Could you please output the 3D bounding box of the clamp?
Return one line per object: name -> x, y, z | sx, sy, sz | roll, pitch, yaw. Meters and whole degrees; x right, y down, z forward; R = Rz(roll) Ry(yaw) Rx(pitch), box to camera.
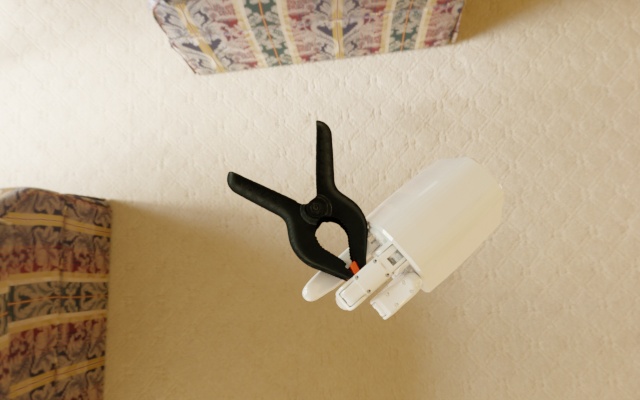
clamp -> 0.000, 0.002, 0.481 | 0.120, 0.171, 0.039 | -41, -10, -3
